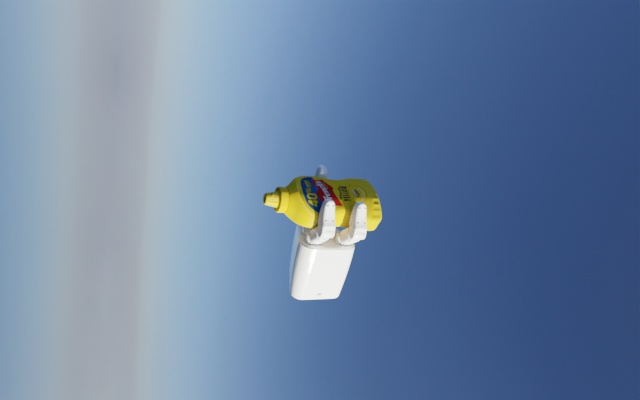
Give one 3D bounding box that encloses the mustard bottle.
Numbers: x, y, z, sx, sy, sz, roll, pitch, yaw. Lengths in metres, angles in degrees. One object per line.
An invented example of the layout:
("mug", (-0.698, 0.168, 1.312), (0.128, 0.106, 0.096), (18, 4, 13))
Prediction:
("mustard bottle", (0.000, 0.002, 0.781), (0.191, 0.096, 0.058), (3, -41, -24))
